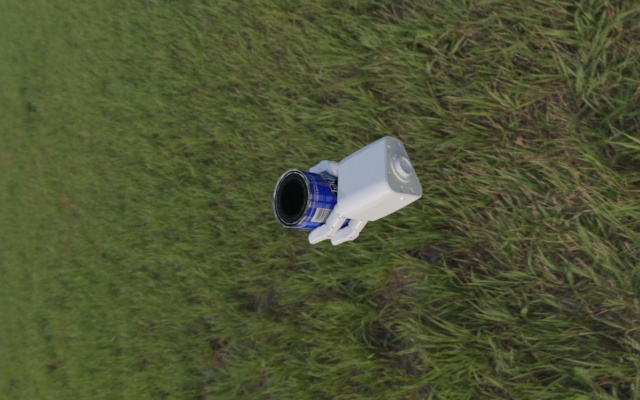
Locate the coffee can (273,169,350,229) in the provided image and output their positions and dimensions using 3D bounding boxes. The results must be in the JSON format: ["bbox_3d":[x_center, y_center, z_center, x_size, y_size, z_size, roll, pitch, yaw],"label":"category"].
[{"bbox_3d":[0.000,0.003,0.864,0.140,0.103,0.103,8,-5,-42],"label":"coffee can"}]
